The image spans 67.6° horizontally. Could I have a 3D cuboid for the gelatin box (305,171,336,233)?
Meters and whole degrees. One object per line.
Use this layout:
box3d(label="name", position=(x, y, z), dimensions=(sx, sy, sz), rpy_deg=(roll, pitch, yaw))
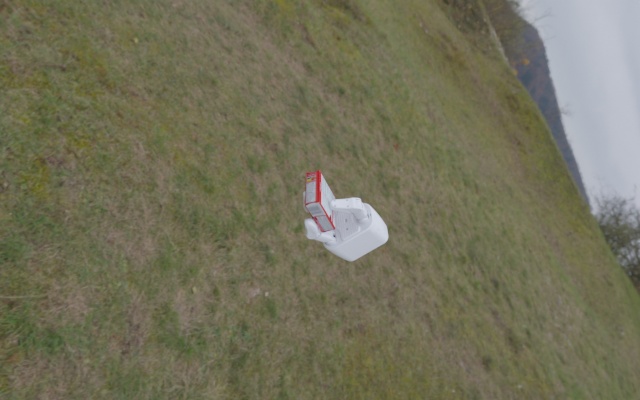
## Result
box3d(label="gelatin box", position=(0.000, 0.002, 0.851), dimensions=(0.030, 0.073, 0.089), rpy_deg=(-12, -40, 16))
